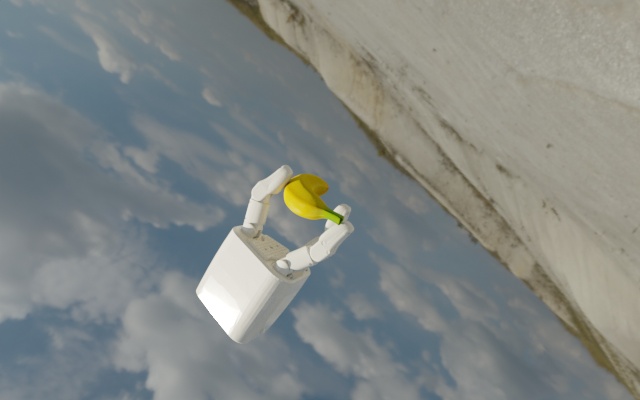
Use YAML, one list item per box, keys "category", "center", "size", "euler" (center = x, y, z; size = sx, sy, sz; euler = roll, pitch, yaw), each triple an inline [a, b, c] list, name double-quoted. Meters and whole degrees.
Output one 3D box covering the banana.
- category: "banana"
  center: [-0.015, -0.006, 0.628]
  size: [0.069, 0.037, 0.197]
  euler: [31, 11, -11]
